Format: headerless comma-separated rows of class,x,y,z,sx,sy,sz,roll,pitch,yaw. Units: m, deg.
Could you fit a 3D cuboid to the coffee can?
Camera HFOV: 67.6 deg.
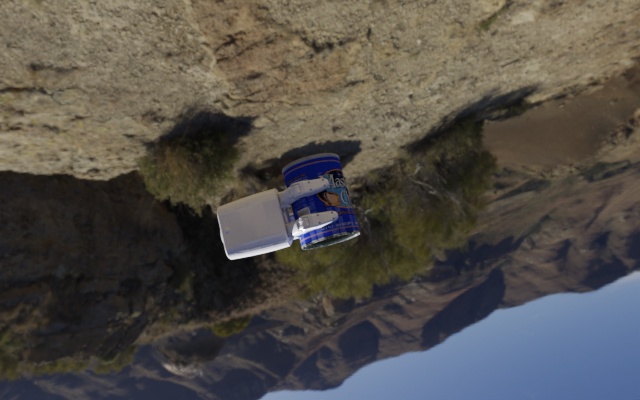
coffee can,0.000,0.002,0.816,0.103,0.140,0.103,-15,-11,-3
